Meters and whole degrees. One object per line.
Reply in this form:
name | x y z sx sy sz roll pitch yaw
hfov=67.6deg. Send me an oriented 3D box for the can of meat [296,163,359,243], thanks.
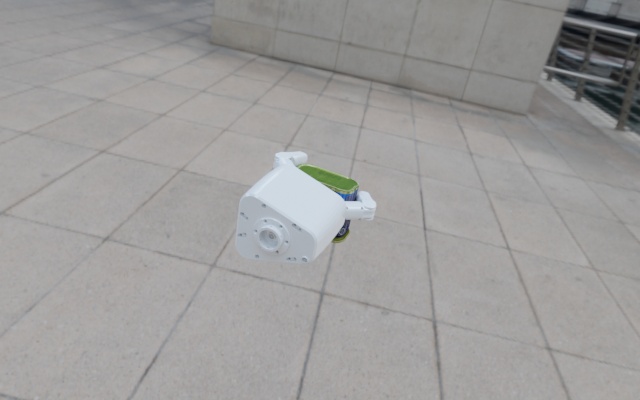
can of meat | 0.000 0.002 0.697 0.102 0.084 0.057 19 28 16
